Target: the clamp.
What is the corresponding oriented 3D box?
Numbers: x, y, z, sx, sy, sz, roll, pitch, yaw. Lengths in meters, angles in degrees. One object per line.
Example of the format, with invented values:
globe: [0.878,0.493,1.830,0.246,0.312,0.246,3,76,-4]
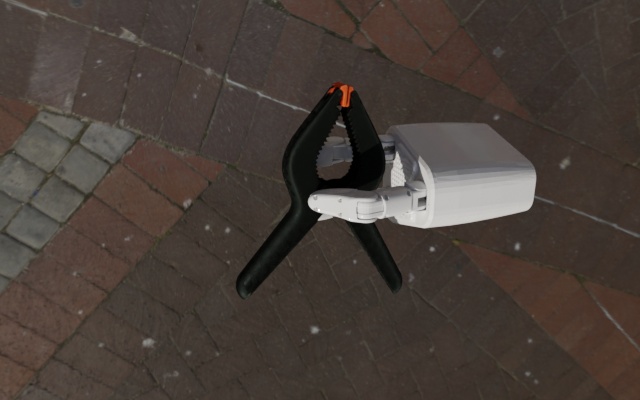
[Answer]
clamp: [0.000,0.001,0.434,0.164,0.210,0.036,-6,20,-14]
